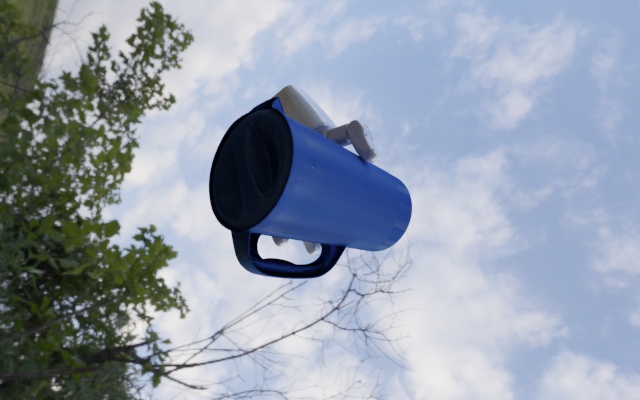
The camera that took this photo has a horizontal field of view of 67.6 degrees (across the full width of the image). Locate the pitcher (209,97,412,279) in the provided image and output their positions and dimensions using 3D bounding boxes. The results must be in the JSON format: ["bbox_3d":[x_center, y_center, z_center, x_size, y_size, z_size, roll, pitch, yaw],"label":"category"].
[{"bbox_3d":[0.000,0.002,0.564,0.243,0.149,0.145,18,29,-45],"label":"pitcher"}]
